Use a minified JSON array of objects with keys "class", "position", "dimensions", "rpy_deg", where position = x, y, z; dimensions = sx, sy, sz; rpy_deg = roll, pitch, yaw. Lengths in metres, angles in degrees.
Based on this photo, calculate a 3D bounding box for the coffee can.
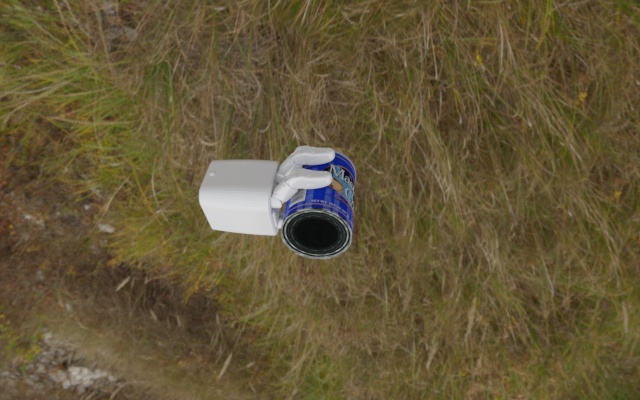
[{"class":"coffee can","position":[0.000,0.002,0.721],"dimensions":[0.103,0.103,0.140],"rpy_deg":[0,42,7]}]
